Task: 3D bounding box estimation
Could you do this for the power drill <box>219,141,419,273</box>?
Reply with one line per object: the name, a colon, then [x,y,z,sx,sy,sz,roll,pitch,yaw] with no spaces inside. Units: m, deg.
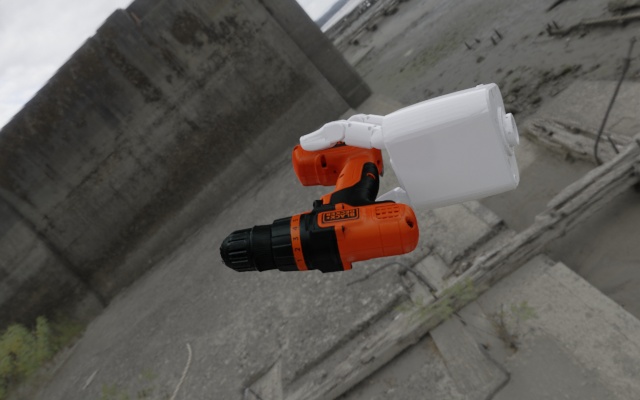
power drill: [0.000,0.001,0.495,0.184,0.057,0.187,-7,33,8]
